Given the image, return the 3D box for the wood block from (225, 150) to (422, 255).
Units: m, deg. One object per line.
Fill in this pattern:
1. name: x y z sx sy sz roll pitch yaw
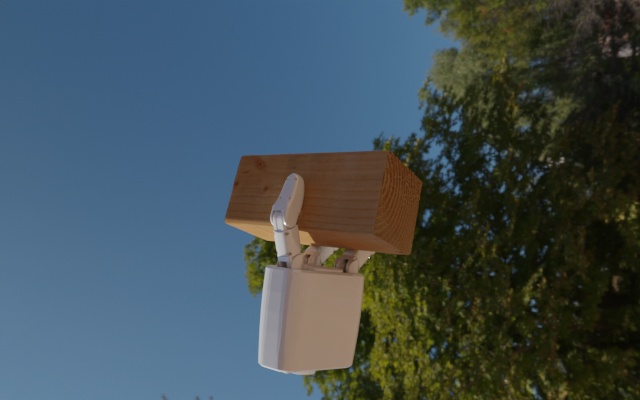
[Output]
1. wood block: 0.000 0.002 0.557 0.206 0.090 0.091 2 -18 35
